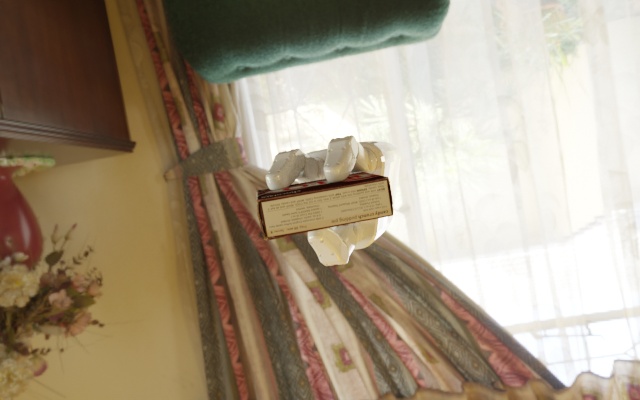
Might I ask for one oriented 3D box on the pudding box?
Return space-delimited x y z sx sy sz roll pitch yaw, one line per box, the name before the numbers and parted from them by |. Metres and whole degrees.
pudding box | 0.000 0.002 0.431 0.113 0.039 0.090 -12 6 -6
